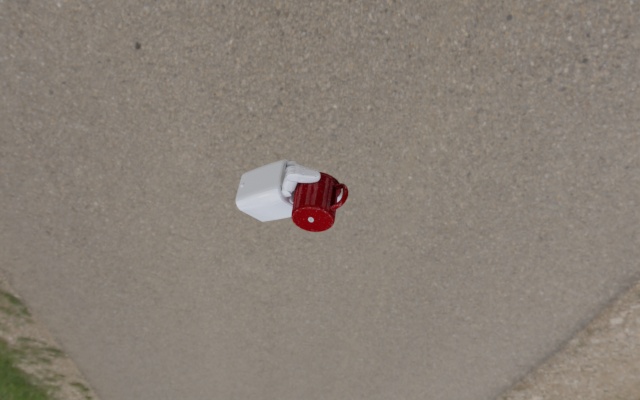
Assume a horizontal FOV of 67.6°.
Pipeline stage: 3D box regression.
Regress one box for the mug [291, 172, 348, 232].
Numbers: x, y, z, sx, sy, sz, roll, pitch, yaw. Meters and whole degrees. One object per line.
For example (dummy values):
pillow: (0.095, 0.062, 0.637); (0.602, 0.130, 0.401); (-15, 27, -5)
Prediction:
mug: (0.001, 0.003, 0.894); (0.117, 0.081, 0.093); (-15, -43, 27)
